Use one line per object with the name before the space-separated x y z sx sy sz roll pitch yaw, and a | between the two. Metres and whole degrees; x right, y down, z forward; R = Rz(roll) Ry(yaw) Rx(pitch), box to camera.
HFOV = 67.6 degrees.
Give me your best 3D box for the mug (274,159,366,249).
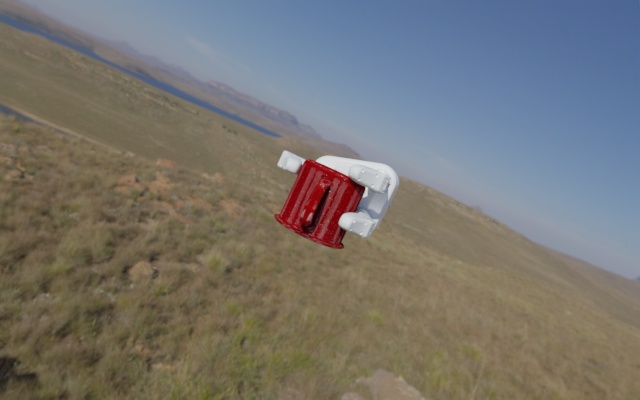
mug | 0.000 0.002 0.563 0.093 0.081 0.117 26 6 11
